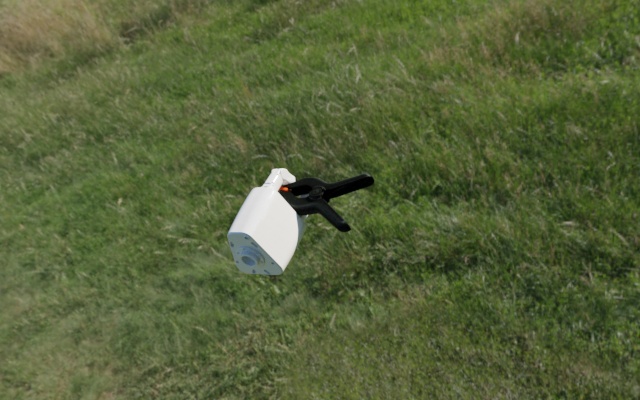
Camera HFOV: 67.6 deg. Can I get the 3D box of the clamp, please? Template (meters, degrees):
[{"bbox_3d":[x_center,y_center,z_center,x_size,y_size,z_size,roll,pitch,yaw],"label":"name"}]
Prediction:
[{"bbox_3d":[0.000,0.002,0.822,0.171,0.039,0.120,-2,42,27],"label":"clamp"}]
